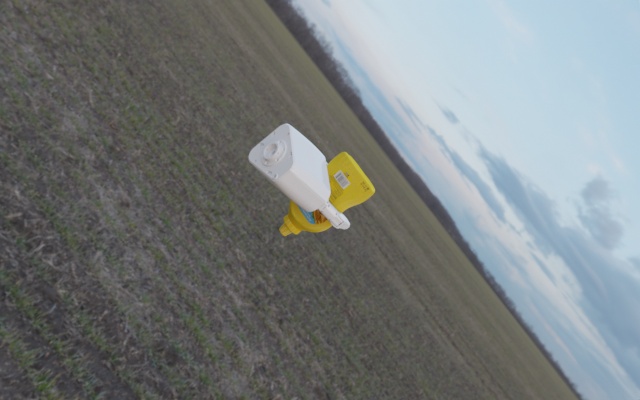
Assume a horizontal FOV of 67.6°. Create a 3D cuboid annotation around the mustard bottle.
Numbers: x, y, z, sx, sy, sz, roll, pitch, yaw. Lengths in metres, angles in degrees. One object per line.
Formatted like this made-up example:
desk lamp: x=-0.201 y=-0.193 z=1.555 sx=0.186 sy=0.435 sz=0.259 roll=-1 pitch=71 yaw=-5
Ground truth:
mustard bottle: x=0.000 y=0.003 z=0.891 sx=0.191 sy=0.096 sz=0.058 roll=-38 pitch=-18 yaw=10
